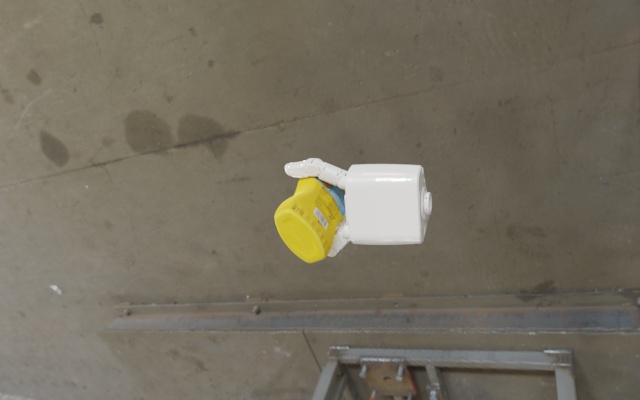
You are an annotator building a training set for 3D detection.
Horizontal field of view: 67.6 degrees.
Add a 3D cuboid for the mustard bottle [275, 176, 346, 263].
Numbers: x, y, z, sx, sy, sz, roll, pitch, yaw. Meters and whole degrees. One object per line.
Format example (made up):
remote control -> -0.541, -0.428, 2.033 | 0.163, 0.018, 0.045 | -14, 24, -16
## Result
mustard bottle -> 0.000, 0.003, 0.738 | 0.058, 0.096, 0.191 | -25, 20, 33
